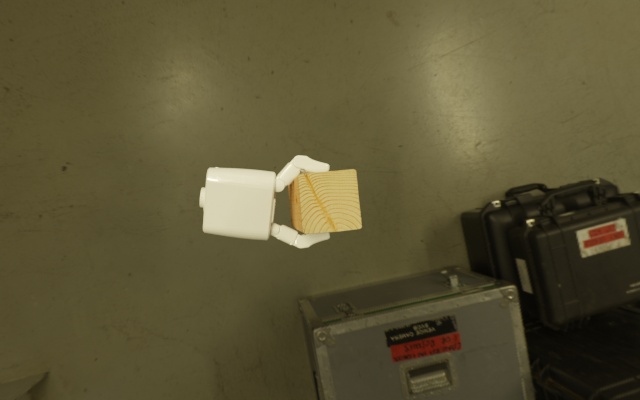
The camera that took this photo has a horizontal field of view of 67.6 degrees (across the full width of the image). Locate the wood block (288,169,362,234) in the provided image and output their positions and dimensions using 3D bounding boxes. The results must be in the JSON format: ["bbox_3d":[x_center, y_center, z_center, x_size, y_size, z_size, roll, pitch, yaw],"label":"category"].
[{"bbox_3d":[0.000,0.003,0.799,0.090,0.091,0.206,-5,1,-8],"label":"wood block"}]
